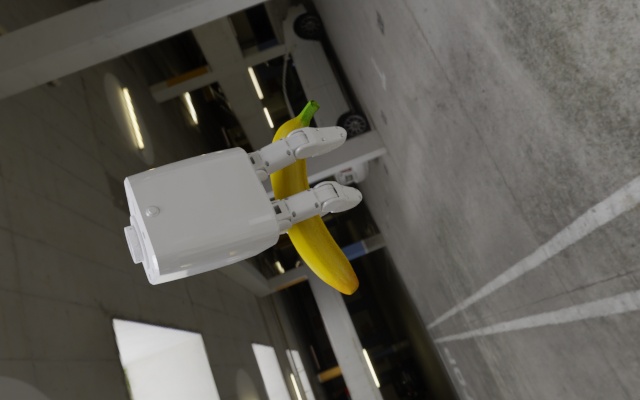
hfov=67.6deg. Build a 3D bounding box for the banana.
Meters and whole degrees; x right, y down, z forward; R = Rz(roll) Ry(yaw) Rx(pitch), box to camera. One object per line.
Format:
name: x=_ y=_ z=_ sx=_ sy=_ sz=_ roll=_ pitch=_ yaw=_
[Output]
banana: x=-0.014 y=0.002 z=0.487 sx=0.069 sy=0.198 sz=0.037 roll=-16 pitch=-4 yaw=41
